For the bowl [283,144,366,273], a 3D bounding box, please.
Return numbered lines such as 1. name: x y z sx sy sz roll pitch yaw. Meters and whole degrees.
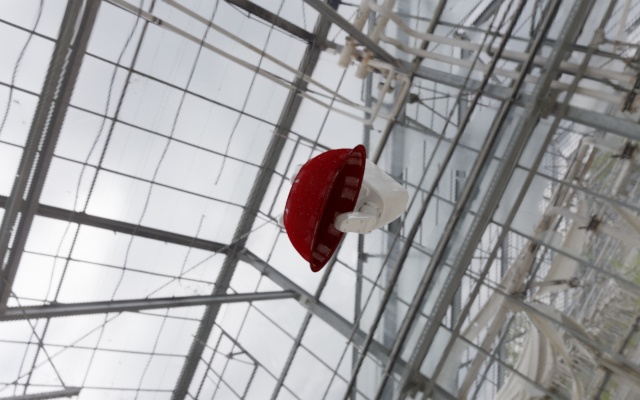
1. bowl: -0.001 0.002 0.571 0.055 0.162 0.162 21 5 14
